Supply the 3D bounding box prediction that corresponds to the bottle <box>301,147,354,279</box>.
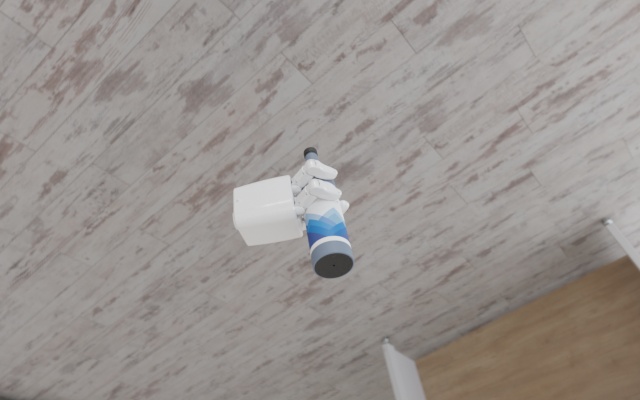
[{"bbox_3d":[0.000,0.003,0.854,0.069,0.069,0.295,0,43,-11],"label":"bottle"}]
